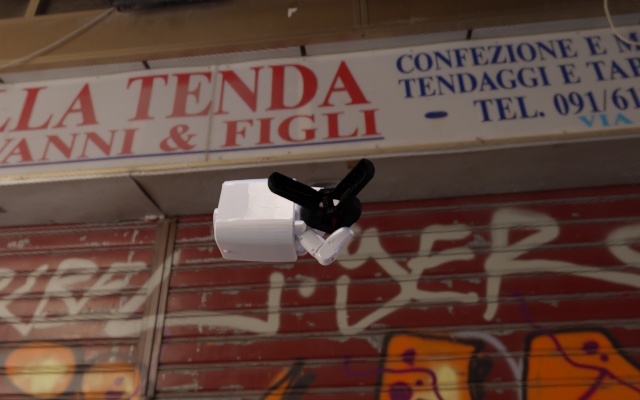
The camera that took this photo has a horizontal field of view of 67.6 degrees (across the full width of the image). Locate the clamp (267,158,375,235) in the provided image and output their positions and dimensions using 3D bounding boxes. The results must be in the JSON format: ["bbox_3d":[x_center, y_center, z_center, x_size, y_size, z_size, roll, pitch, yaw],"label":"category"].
[{"bbox_3d":[0.000,0.001,0.593,0.120,0.039,0.172,1,-28,0],"label":"clamp"}]
